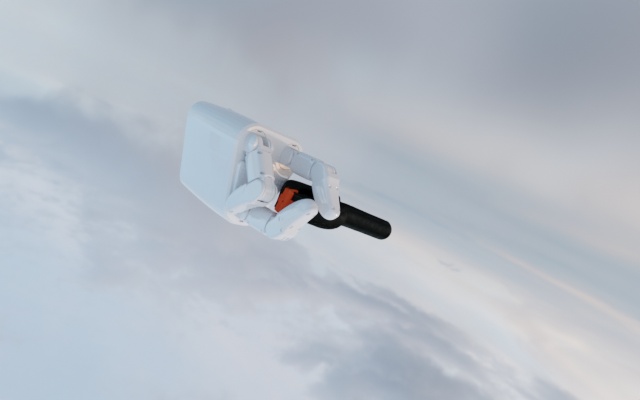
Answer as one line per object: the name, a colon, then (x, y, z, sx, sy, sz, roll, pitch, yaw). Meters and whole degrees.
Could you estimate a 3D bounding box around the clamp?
clamp: (0.000, 0.002, 0.561, 0.120, 0.039, 0.171, 30, 8, 39)
